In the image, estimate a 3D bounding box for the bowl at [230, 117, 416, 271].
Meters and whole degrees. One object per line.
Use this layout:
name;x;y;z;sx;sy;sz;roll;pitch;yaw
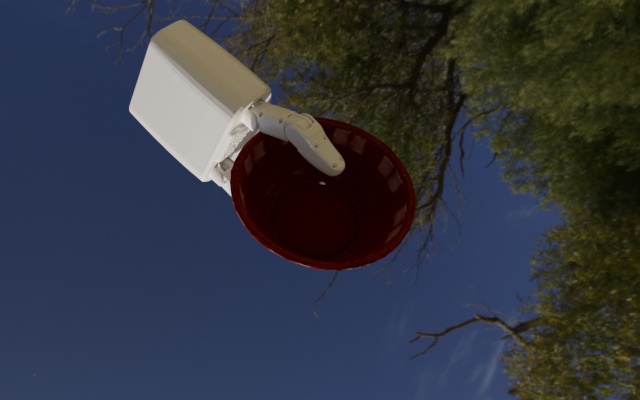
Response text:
bowl;0.001;0.003;0.429;0.162;0.162;0.055;0;-35;-12
